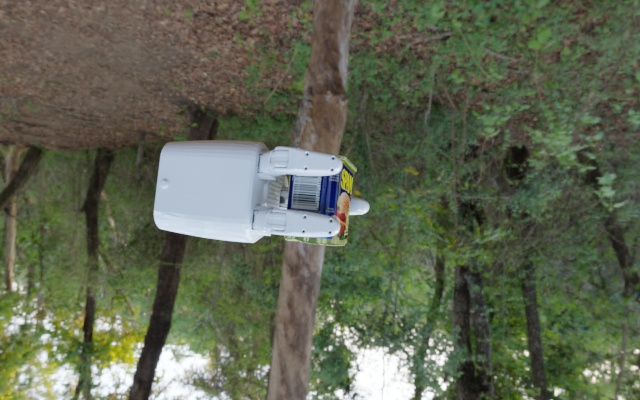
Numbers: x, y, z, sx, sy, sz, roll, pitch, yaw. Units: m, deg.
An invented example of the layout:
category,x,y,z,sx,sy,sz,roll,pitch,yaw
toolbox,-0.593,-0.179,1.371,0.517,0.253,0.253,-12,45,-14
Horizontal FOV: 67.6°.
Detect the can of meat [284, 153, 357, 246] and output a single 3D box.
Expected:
category,x,y,z,sx,sy,sz,roll,pitch,yaw
can of meat,0.000,0.002,0.481,0.057,0.084,0.102,5,-4,12
